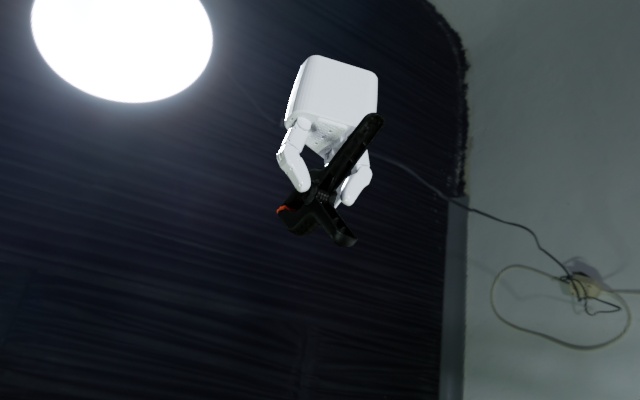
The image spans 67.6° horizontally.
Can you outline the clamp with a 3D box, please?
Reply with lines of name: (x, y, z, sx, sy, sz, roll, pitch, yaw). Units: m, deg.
clamp: (-0.001, 0.002, 0.588, 0.036, 0.164, 0.210, 27, -32, -22)
